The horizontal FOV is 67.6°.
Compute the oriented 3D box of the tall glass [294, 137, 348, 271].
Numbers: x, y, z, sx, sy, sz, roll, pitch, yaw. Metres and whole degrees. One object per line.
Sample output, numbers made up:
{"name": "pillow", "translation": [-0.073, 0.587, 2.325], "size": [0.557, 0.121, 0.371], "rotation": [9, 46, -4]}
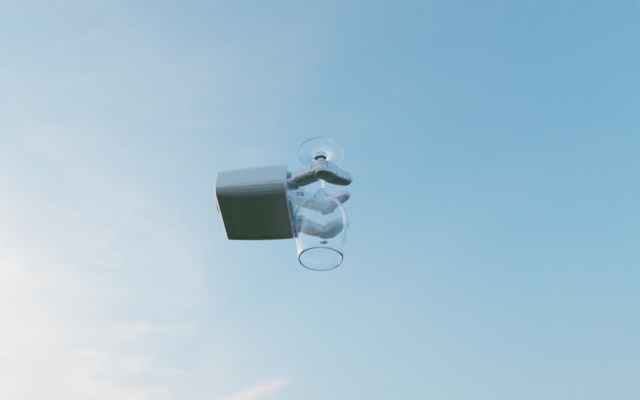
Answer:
{"name": "tall glass", "translation": [0.000, 0.002, 0.710], "size": [0.079, 0.200, 0.079], "rotation": [0, -38, 0]}
